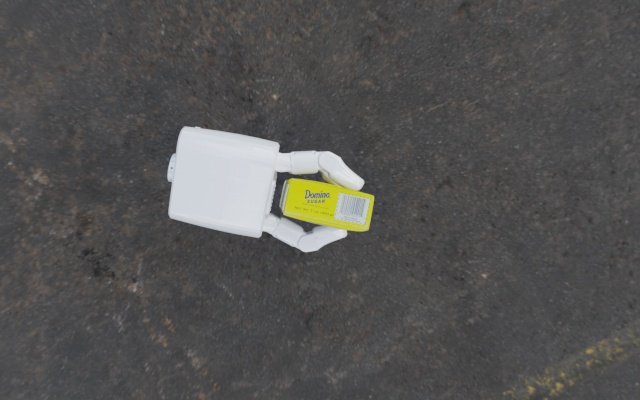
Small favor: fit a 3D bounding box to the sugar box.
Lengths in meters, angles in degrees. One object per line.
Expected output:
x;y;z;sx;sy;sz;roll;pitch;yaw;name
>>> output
0.000;0.001;0.581;0.093;0.048;0.176;13;3;-7;sugar box
